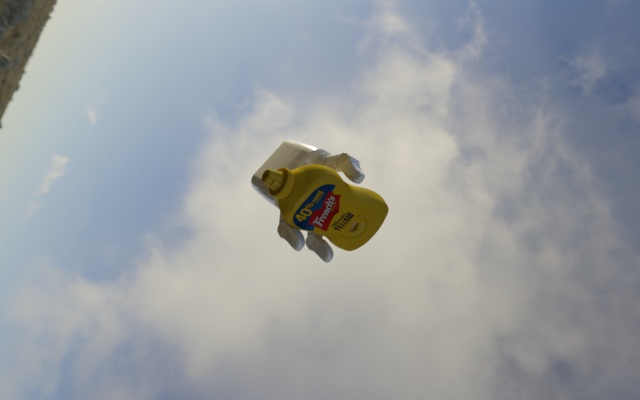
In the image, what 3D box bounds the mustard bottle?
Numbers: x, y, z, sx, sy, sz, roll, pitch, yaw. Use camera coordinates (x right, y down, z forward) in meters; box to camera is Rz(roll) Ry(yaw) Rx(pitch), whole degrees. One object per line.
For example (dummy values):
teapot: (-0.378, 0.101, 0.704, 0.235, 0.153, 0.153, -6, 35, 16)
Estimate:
mustard bottle: (0.000, 0.002, 0.660, 0.192, 0.096, 0.058, 27, 25, -35)
